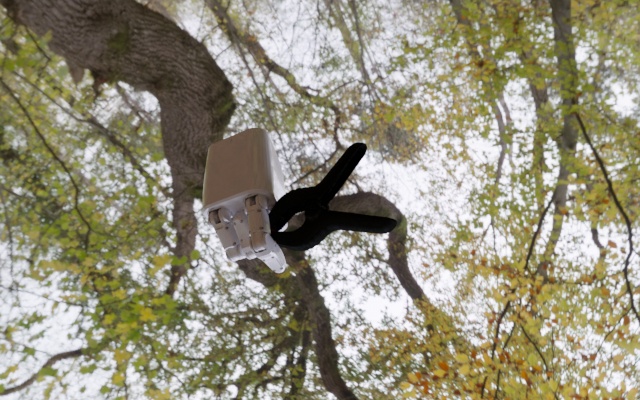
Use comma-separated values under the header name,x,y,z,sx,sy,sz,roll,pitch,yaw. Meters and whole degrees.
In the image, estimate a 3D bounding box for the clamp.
name,x,y,z,sx,sy,sz,roll,pitch,yaw
clamp,0.000,0.002,0.577,0.171,0.120,0.039,-16,-31,17
